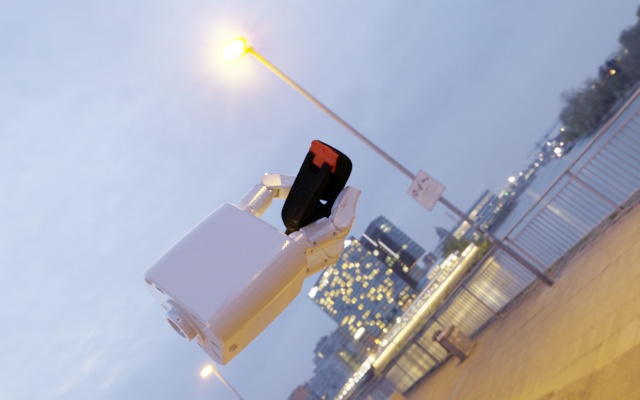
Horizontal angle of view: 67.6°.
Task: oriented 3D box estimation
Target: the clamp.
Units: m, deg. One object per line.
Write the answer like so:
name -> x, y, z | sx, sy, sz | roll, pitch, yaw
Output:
clamp -> -0.001, 0.001, 0.507 | 0.036, 0.164, 0.210 | 35, -33, 14
